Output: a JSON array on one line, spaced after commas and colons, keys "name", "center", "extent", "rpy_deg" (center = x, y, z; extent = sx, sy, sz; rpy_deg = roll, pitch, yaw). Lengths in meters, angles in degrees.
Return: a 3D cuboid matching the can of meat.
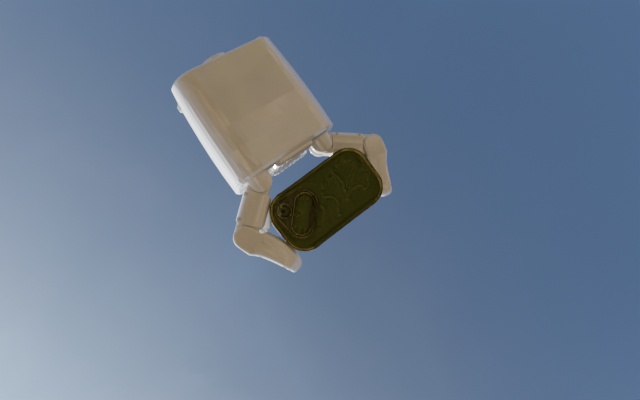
[{"name": "can of meat", "center": [0.000, 0.002, 0.456], "extent": [0.102, 0.057, 0.084], "rpy_deg": [-37, 2, -9]}]
